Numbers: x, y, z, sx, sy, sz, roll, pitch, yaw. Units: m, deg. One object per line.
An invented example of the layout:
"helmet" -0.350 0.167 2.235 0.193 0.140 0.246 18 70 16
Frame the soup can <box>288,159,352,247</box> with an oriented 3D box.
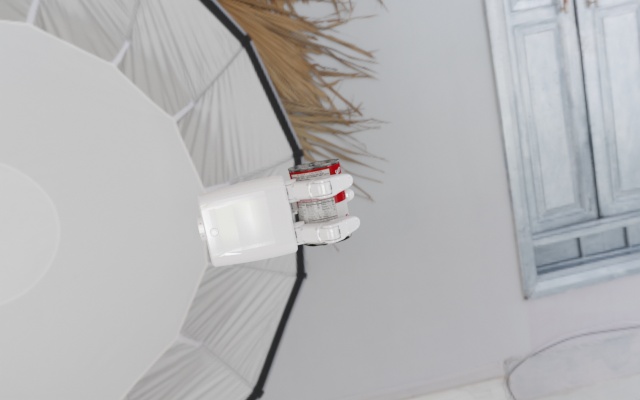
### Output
"soup can" 0.001 0.002 0.623 0.068 0.102 0.068 -10 9 2
